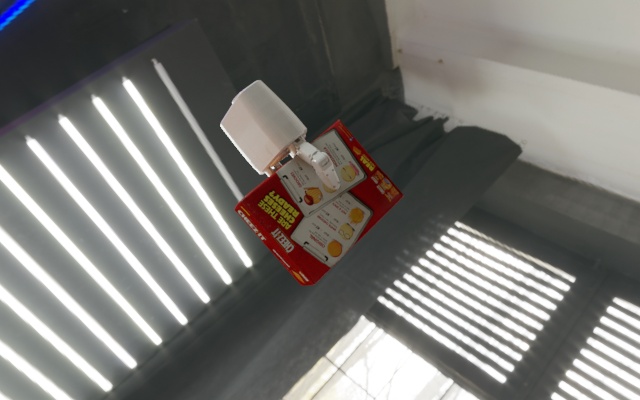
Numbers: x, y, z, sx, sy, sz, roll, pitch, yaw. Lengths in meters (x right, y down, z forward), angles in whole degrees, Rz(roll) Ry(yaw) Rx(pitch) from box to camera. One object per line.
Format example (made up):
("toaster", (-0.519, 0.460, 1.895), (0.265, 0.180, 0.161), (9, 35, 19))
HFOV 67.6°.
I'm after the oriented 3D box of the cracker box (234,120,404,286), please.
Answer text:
("cracker box", (0.000, 0.002, 0.750), (0.213, 0.164, 0.072), (-42, 3, -23))
